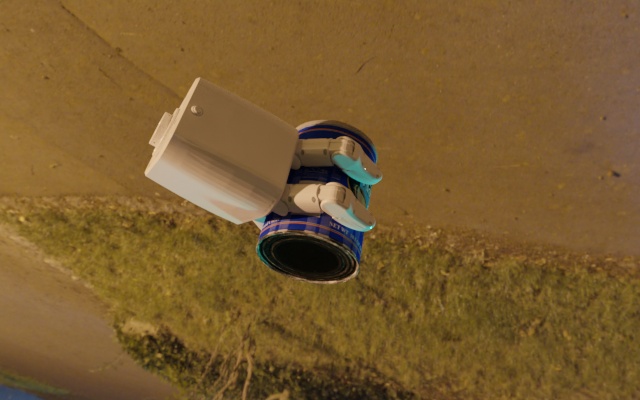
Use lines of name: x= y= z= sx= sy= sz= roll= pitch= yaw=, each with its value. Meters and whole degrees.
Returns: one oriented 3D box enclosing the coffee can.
coffee can: x=0.000 y=0.002 z=0.499 sx=0.103 sy=0.140 sz=0.103 roll=9 pitch=-34 yaw=6
